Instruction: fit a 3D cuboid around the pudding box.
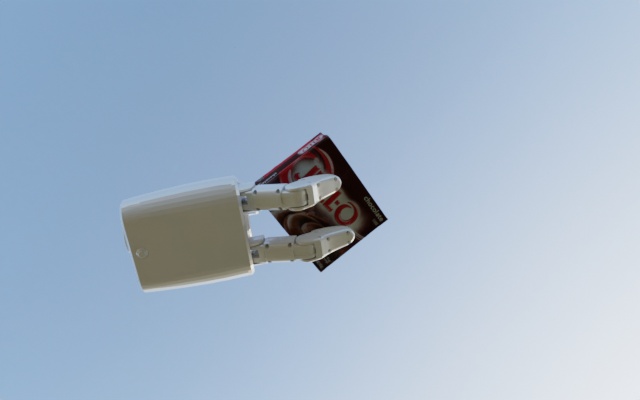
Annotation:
[{"bbox_3d":[0.000,0.002,0.486,0.090,0.113,0.039,-38,22,0],"label":"pudding box"}]
